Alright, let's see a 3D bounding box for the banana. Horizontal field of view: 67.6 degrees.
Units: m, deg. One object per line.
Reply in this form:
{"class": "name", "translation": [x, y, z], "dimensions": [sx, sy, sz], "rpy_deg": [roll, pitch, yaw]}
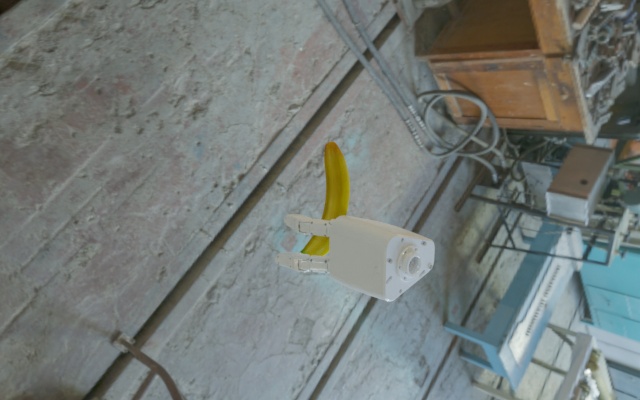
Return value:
{"class": "banana", "translation": [0.013, 0.010, 0.749], "dimensions": [0.069, 0.198, 0.037], "rpy_deg": [16, 1, -38]}
